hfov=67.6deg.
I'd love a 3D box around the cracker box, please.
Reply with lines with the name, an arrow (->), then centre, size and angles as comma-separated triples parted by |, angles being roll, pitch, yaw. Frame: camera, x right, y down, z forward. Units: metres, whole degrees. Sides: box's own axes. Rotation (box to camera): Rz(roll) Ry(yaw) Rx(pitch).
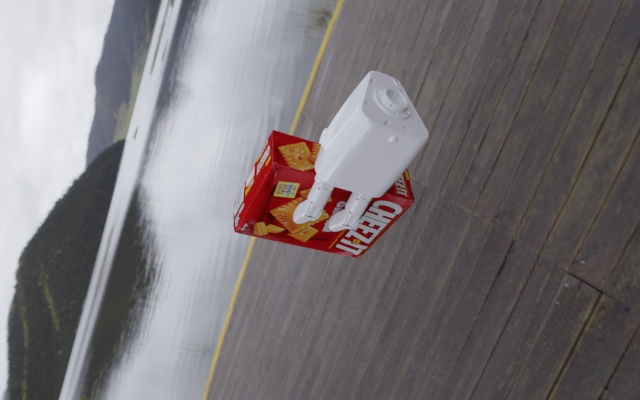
cracker box -> 0.000, 0.002, 0.691 | 0.214, 0.072, 0.164 | 15, -42, -22
